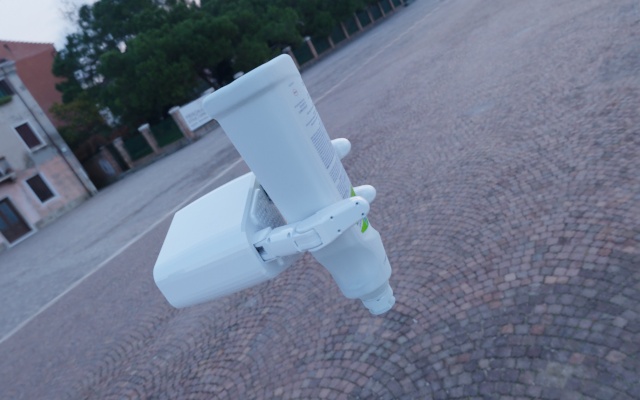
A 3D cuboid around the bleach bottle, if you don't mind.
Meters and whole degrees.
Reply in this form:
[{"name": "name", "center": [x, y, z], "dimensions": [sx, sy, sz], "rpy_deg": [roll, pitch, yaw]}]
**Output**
[{"name": "bleach bottle", "center": [0.000, 0.001, 0.424], "dimensions": [0.068, 0.251, 0.102], "rpy_deg": [-23, 18, 20]}]
